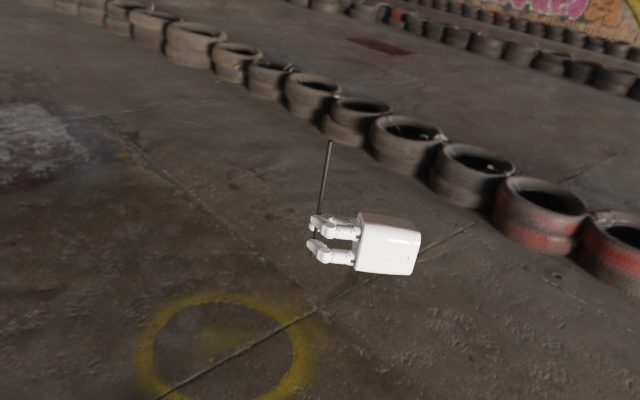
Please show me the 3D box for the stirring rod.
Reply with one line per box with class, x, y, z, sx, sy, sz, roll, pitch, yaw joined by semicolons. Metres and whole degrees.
stirring rod;0.000;0.003;0.865;0.011;0.240;0.011;7;29;-4
